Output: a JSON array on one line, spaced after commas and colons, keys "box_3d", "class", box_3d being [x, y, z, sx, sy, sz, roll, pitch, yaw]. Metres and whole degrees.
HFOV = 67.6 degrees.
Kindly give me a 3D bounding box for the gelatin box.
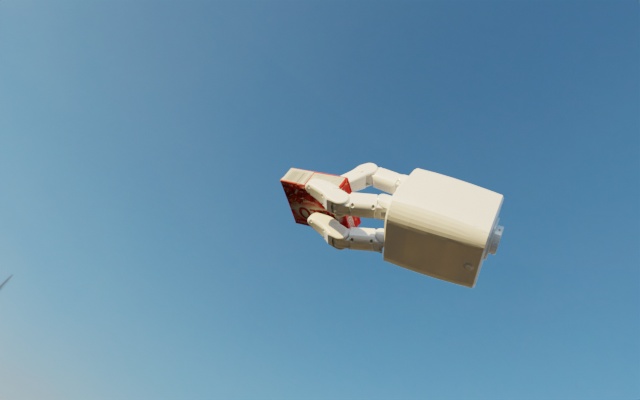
[{"box_3d": [0.000, 0.002, 0.593, 0.089, 0.073, 0.030, 12, 46, 33], "class": "gelatin box"}]
